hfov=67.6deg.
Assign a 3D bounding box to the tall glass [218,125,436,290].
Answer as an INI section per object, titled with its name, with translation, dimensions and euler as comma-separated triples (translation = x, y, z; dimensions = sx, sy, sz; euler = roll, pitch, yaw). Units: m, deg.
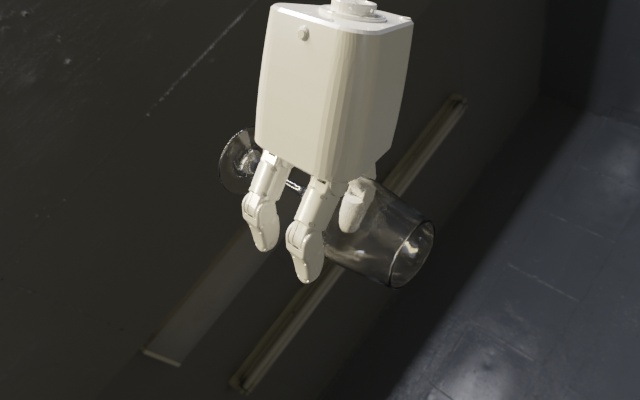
[tall glass]
translation = 0.000, 0.001, 0.425
dimensions = 0.201, 0.079, 0.079
euler = 30, 17, 33
